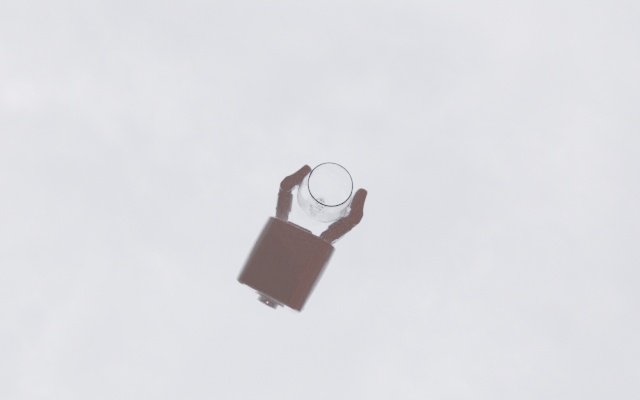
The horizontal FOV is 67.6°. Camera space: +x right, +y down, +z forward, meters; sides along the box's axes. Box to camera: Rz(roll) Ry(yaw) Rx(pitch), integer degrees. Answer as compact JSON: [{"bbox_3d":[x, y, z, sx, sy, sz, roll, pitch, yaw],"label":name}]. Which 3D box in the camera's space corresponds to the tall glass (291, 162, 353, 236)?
[{"bbox_3d":[0.000,0.002,0.726,0.079,0.079,0.201,0,-14,-8],"label":"tall glass"}]
